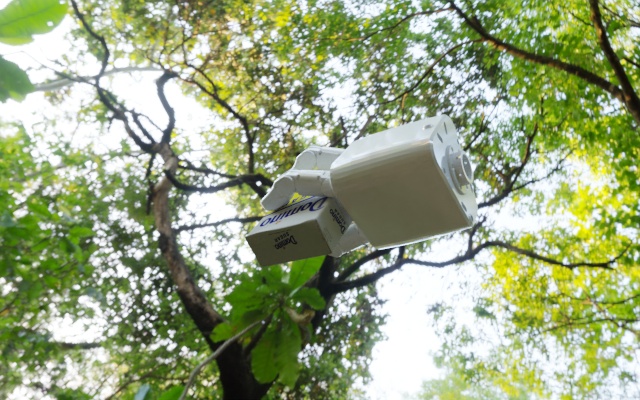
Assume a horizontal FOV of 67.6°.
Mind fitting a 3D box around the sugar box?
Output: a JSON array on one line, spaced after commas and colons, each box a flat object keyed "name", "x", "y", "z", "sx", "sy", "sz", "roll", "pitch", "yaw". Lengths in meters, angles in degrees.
[{"name": "sugar box", "x": 0.000, "y": 0.001, "z": 0.536, "sx": 0.093, "sy": 0.048, "sz": 0.176, "roll": -15, "pitch": 19, "yaw": 32}]
